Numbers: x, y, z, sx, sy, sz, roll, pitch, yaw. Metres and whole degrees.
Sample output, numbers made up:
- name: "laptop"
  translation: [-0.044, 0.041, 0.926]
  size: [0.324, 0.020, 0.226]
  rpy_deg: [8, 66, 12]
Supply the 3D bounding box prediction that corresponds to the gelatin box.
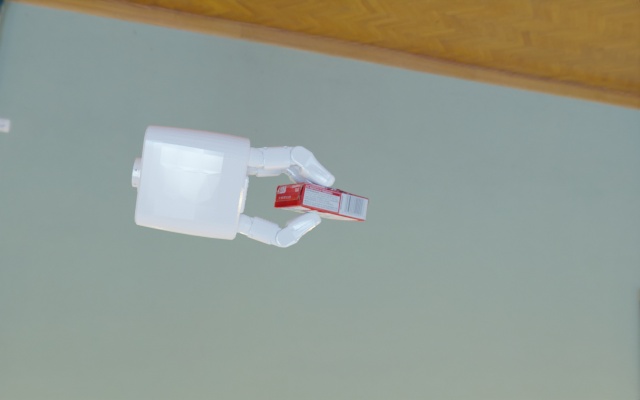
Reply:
- name: "gelatin box"
  translation: [0.000, 0.002, 0.563]
  size: [0.089, 0.030, 0.073]
  rpy_deg: [14, -8, -26]
